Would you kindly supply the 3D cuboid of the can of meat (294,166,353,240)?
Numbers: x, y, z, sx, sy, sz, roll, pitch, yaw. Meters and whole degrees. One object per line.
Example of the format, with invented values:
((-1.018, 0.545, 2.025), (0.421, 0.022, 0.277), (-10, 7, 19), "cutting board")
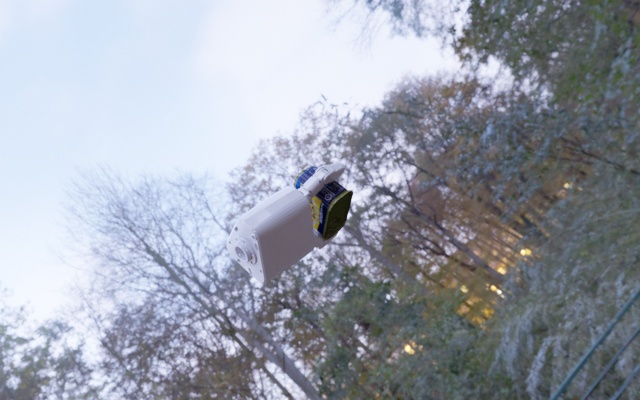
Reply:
((0.000, 0.002, 0.798), (0.084, 0.102, 0.057), (38, 54, 23), "can of meat")
